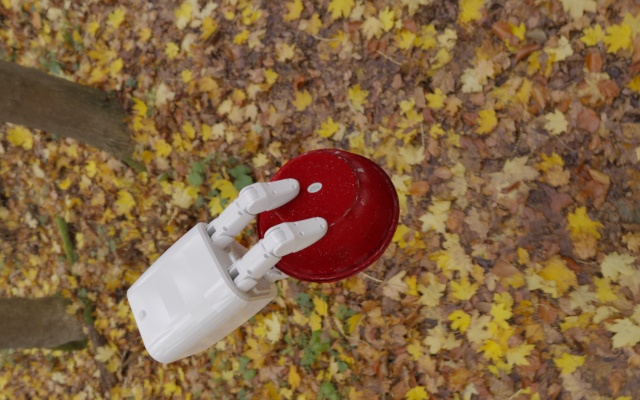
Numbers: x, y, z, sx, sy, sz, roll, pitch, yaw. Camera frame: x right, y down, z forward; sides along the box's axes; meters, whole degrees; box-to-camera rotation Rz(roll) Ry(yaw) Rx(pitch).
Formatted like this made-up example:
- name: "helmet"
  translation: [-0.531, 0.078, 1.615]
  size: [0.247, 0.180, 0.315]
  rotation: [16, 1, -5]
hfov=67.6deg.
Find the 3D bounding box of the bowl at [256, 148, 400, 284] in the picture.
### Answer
- name: "bowl"
  translation: [0.001, 0.000, 0.503]
  size: [0.162, 0.162, 0.055]
  rotation: [0, -28, 16]
